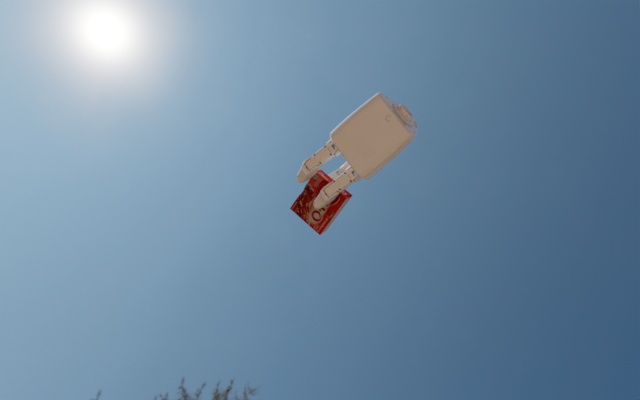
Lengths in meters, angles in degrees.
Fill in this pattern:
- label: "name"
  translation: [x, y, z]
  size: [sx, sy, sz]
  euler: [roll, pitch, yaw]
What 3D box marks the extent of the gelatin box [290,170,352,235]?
- label: "gelatin box"
  translation: [0.000, 0.003, 0.829]
  size: [0.073, 0.089, 0.030]
  euler: [41, 24, 12]
